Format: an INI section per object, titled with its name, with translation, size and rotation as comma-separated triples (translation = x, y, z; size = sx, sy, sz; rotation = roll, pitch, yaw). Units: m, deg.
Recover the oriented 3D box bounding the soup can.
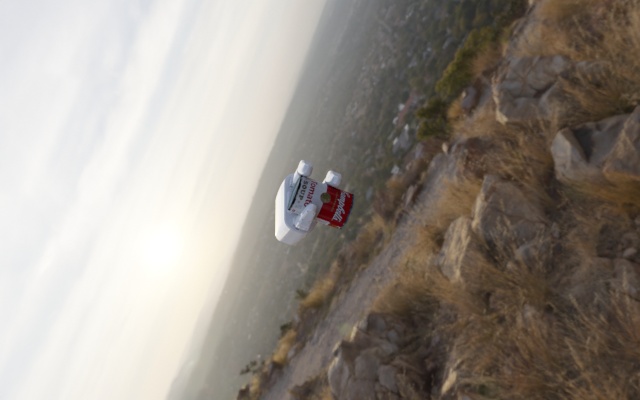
[soup can]
translation = 0.000, 0.003, 0.840
size = 0.102, 0.068, 0.068
rotation = 21, -4, -10
